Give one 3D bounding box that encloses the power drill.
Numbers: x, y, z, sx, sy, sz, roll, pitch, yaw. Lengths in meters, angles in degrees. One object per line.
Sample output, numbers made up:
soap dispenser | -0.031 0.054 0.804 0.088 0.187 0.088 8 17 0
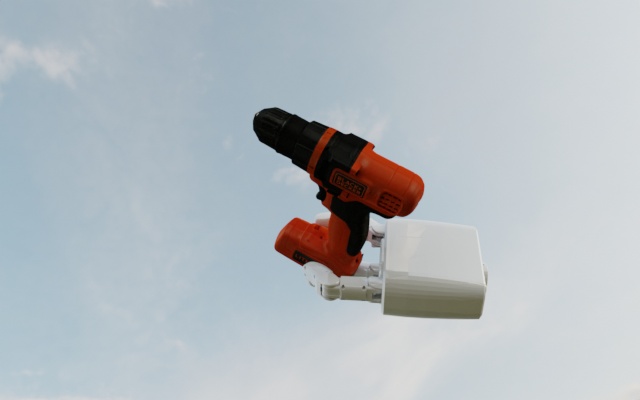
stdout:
power drill | 0.000 0.002 0.522 0.184 0.057 0.188 29 -39 9
